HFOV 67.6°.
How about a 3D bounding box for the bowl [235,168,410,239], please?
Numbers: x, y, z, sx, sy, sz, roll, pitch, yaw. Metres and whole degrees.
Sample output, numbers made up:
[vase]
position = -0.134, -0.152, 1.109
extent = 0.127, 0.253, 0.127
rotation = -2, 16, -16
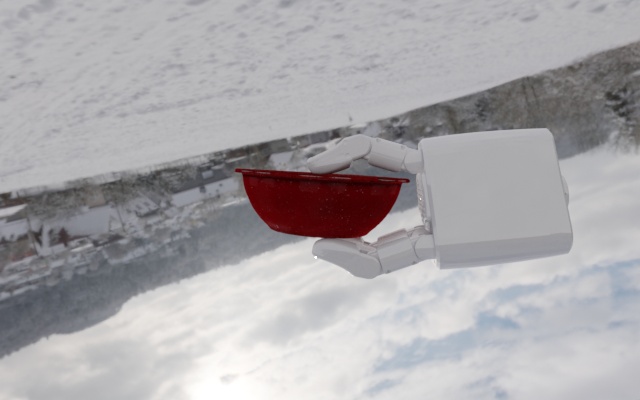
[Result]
[bowl]
position = -0.001, 0.002, 0.446
extent = 0.162, 0.055, 0.162
rotation = 4, 4, 0
